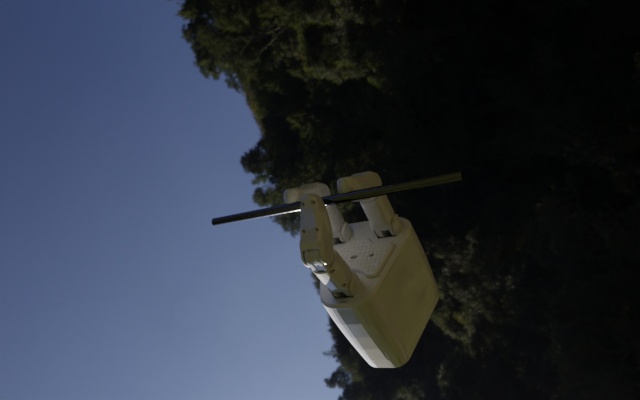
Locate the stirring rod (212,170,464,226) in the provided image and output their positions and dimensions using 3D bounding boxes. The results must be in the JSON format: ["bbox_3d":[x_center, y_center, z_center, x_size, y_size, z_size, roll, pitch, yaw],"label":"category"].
[{"bbox_3d":[0.000,0.001,0.406,0.239,0.011,0.011,-11,-5,29],"label":"stirring rod"}]
